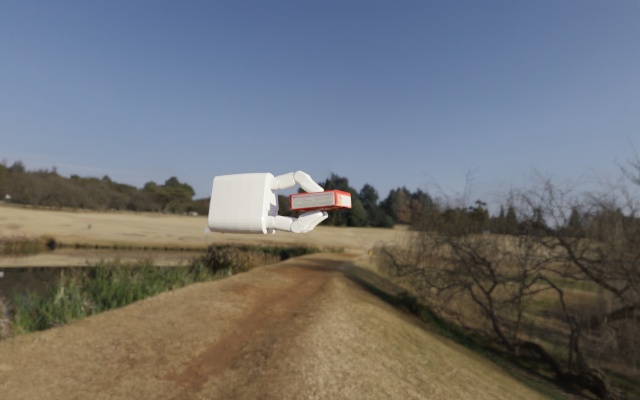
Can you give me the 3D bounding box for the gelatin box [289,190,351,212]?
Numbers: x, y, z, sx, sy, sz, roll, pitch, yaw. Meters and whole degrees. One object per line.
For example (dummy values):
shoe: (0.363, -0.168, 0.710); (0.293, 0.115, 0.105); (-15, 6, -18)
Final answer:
gelatin box: (0.000, 0.002, 0.840); (0.089, 0.030, 0.073); (-6, -7, 23)
